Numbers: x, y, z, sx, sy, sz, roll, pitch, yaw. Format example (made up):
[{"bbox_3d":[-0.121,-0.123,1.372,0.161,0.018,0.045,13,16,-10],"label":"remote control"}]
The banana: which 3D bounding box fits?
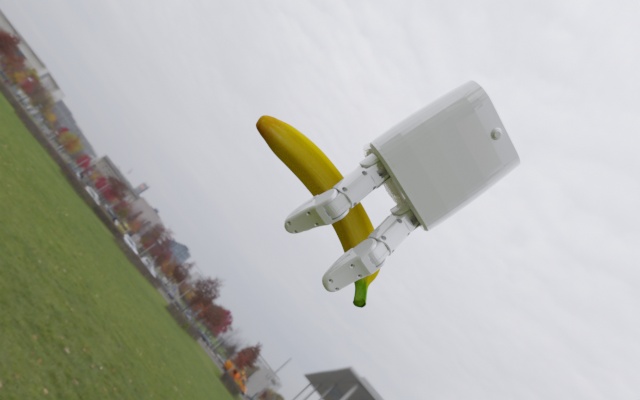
[{"bbox_3d":[0.009,0.000,0.457,0.037,0.198,0.069,-31,0,26],"label":"banana"}]
